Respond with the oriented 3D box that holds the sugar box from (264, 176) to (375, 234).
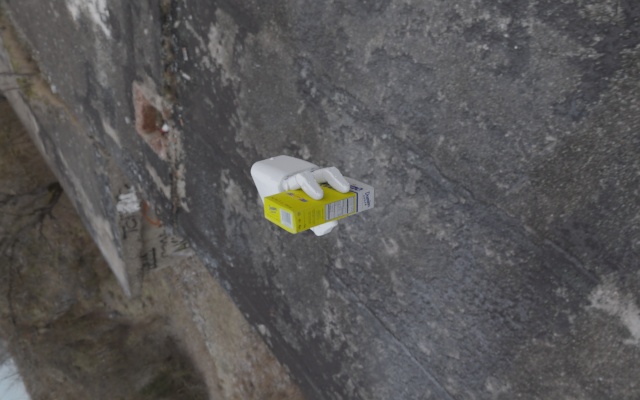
[{"bbox_3d":[0.000,0.002,0.834,0.176,0.048,0.093,-20,28,-33],"label":"sugar box"}]
